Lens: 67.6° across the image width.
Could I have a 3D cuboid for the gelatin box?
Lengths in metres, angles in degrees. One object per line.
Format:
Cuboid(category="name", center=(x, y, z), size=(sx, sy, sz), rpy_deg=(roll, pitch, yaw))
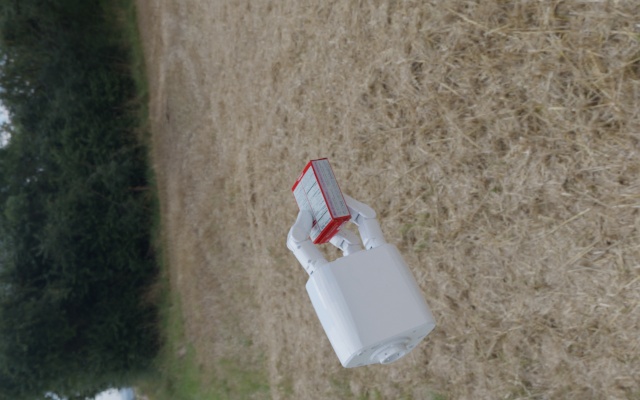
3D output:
Cuboid(category="gelatin box", center=(0.000, 0.002, 0.613), size=(0.030, 0.089, 0.073), rpy_deg=(-11, -23, -28))
